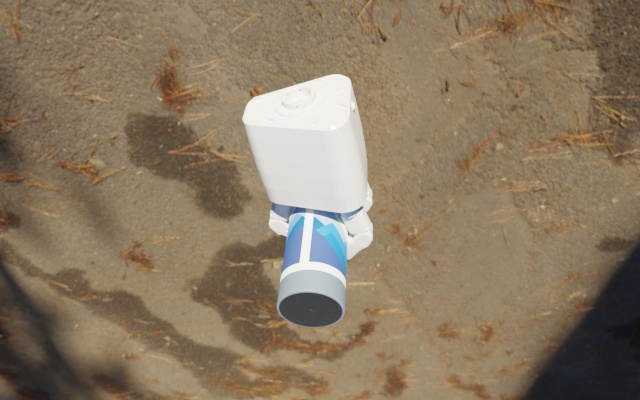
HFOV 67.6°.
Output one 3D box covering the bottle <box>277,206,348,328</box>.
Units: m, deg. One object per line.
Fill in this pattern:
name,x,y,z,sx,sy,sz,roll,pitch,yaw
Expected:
bottle,0.000,0.002,0.564,0.069,0.295,0.069,3,-45,3
